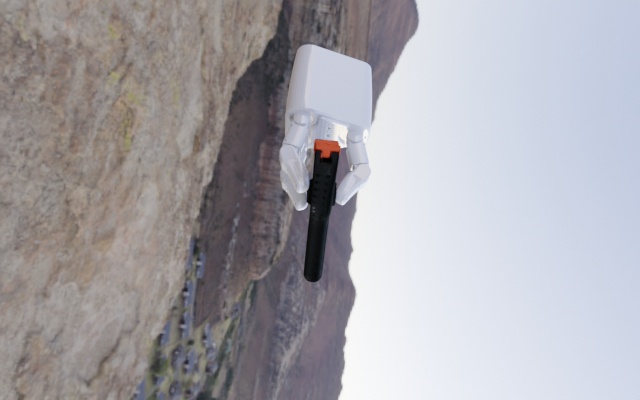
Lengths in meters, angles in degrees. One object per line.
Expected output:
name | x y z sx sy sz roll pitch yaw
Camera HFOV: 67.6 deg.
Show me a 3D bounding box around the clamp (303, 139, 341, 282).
clamp | 0.001 0.002 0.590 0.036 0.164 0.210 5 -23 -2
